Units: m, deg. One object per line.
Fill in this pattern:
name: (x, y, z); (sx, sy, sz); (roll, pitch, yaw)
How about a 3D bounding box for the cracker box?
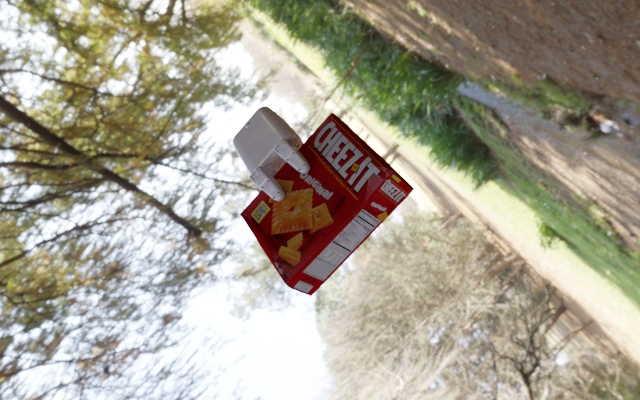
cracker box: (0.000, 0.002, 0.691); (0.072, 0.214, 0.164); (32, 14, -48)
